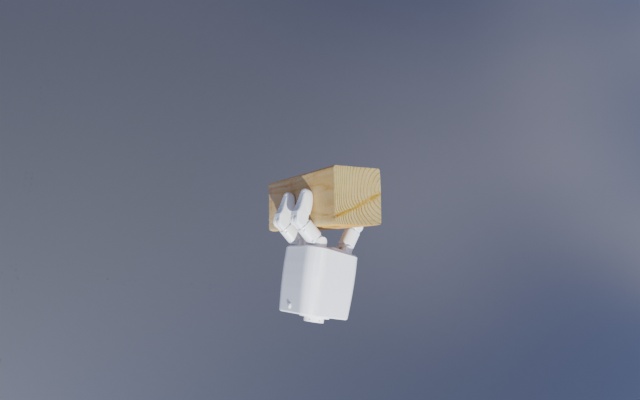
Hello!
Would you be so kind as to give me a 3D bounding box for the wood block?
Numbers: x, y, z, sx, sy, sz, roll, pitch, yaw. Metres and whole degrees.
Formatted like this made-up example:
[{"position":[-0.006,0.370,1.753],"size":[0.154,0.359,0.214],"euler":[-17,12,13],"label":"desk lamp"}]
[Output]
[{"position":[0.000,0.003,0.800],"size":[0.091,0.090,0.206],"euler":[3,-7,-34],"label":"wood block"}]
